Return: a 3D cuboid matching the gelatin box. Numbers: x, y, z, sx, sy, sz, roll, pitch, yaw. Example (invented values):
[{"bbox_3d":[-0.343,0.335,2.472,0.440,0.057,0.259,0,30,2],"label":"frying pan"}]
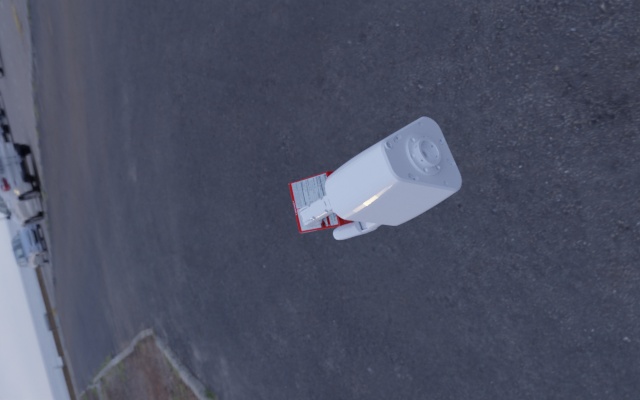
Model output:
[{"bbox_3d":[0.000,0.002,0.650,0.030,0.073,0.089,-13,-1,-42],"label":"gelatin box"}]
